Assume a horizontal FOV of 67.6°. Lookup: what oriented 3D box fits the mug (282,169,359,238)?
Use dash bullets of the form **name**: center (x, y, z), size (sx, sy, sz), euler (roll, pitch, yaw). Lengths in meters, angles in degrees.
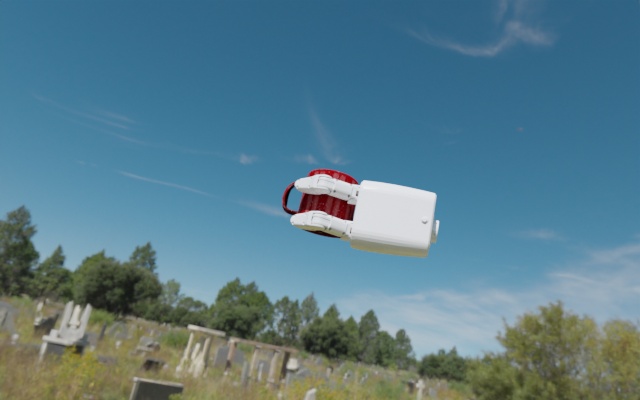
- **mug**: center (-0.001, 0.002, 0.723), size (0.117, 0.081, 0.093), euler (10, -18, 11)
